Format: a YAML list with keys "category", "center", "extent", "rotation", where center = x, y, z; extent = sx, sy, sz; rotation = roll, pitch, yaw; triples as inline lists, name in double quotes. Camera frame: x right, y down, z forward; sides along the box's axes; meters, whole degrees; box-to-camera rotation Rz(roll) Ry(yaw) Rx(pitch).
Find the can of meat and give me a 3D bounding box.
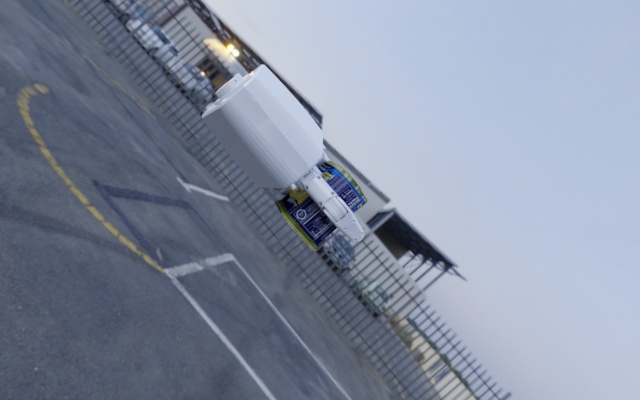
- category: "can of meat"
  center: [0.000, 0.002, 0.550]
  extent: [0.084, 0.057, 0.102]
  rotation: [-41, 15, -1]
